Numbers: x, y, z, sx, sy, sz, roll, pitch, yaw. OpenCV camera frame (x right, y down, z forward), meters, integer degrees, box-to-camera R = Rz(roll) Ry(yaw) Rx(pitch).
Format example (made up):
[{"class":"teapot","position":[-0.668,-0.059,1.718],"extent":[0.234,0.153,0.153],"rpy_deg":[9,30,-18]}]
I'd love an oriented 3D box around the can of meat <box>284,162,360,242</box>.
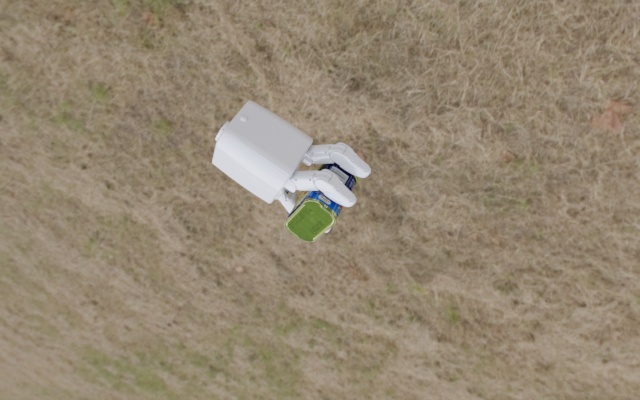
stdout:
[{"class":"can of meat","position":[0.000,0.003,0.675],"extent":[0.057,0.084,0.102],"rpy_deg":[35,-38,-8]}]
